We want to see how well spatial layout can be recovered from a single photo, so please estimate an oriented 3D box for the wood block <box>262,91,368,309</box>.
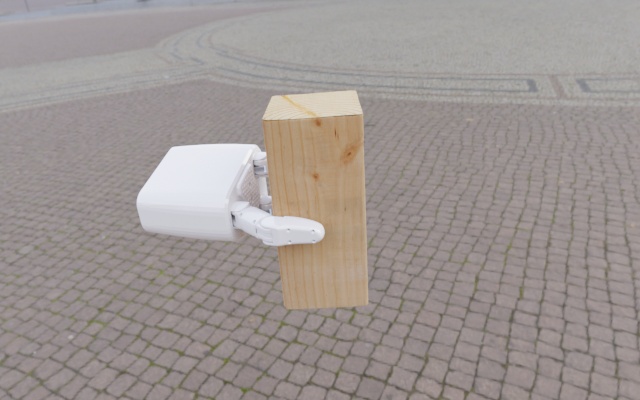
[{"bbox_3d":[0.000,0.002,0.495,0.090,0.206,0.090,-3,26,2],"label":"wood block"}]
